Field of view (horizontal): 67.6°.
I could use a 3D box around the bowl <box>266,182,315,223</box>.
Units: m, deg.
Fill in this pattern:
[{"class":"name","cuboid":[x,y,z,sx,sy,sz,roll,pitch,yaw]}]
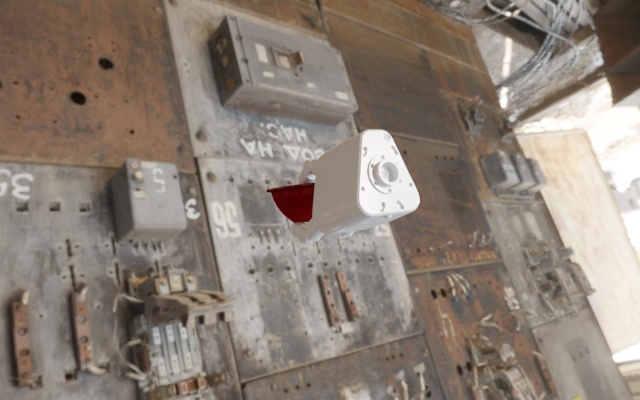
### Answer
[{"class":"bowl","cuboid":[0.000,0.003,0.732,0.162,0.055,0.162,-6,0,0]}]
